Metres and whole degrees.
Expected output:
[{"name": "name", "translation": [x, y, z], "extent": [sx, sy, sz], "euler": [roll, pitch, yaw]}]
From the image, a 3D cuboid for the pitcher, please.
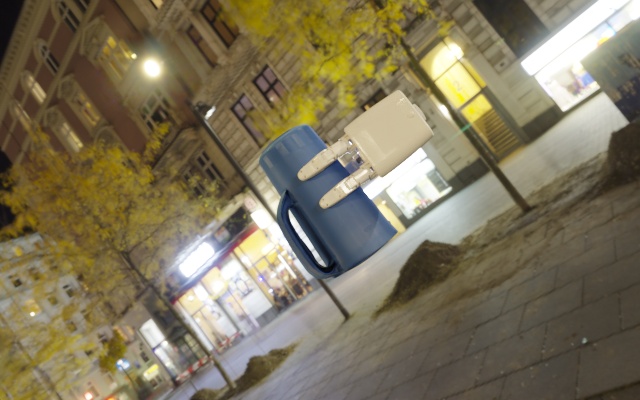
[{"name": "pitcher", "translation": [0.000, 0.002, 0.788], "extent": [0.145, 0.243, 0.149], "euler": [-37, -4, 9]}]
